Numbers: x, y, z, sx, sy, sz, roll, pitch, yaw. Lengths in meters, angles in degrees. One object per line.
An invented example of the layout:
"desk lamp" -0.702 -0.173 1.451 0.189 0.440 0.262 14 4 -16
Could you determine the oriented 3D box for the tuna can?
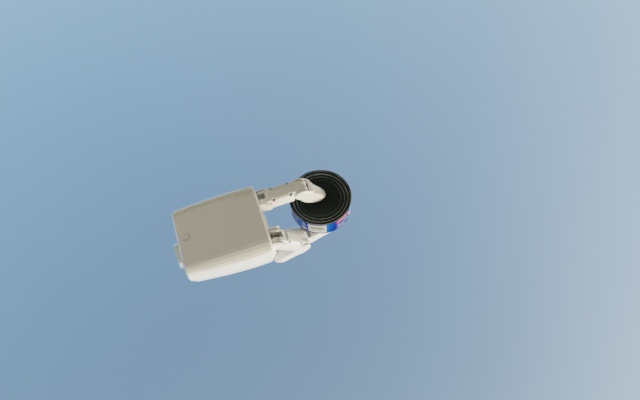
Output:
"tuna can" 0.000 0.002 0.665 0.086 0.086 0.034 0 -28 2
